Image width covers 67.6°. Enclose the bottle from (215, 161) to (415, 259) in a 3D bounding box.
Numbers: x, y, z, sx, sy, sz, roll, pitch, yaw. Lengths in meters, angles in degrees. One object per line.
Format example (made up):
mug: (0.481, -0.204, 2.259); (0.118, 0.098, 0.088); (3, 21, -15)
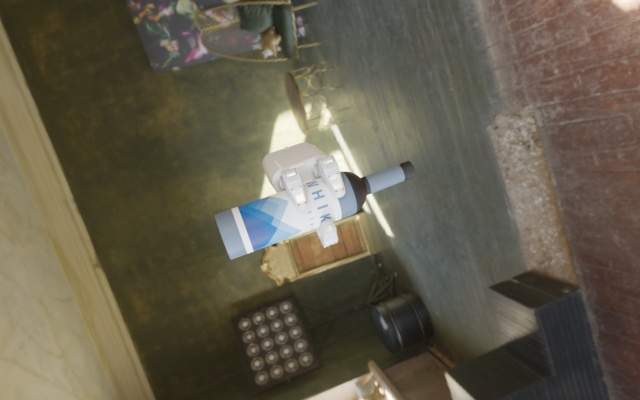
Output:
bottle: (0.000, 0.002, 0.691); (0.295, 0.069, 0.069); (-20, 4, -10)
